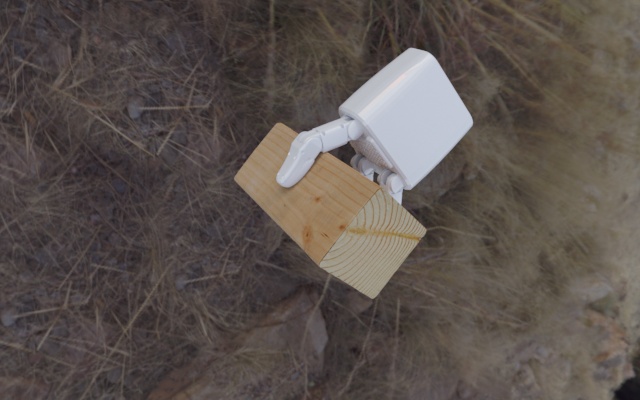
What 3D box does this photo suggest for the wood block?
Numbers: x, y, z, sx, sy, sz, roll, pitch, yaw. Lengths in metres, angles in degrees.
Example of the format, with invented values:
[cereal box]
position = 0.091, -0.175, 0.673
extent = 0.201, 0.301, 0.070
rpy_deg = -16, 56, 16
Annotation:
[wood block]
position = 0.000, 0.001, 0.518
extent = 0.091, 0.090, 0.206
rpy_deg = 38, 0, -40
